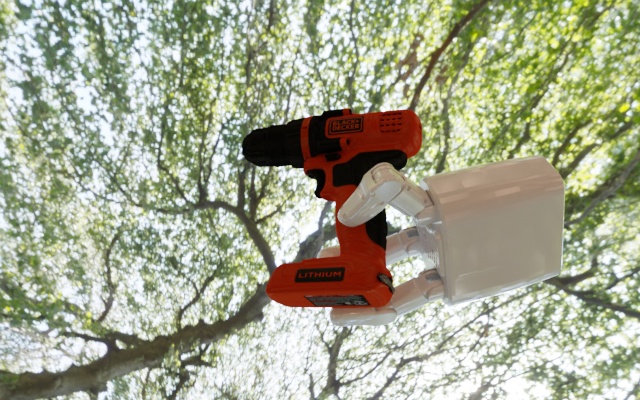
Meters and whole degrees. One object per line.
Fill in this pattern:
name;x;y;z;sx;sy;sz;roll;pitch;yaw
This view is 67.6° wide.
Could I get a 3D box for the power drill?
power drill;0.000;0.002;0.442;0.184;0.187;0.057;-4;-26;20
